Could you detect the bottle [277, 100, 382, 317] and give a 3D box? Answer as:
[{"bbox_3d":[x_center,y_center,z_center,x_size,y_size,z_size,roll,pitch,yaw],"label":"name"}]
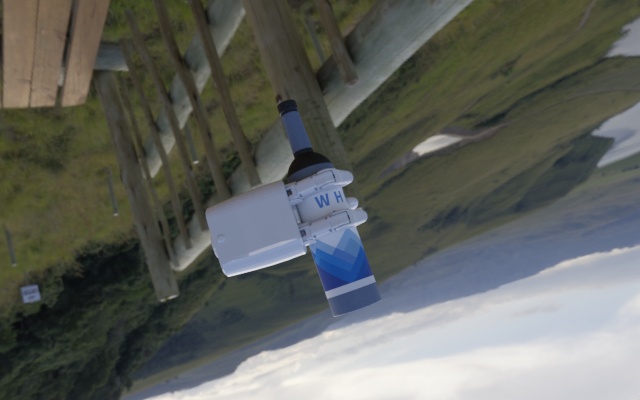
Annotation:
[{"bbox_3d":[0.000,0.002,0.640,0.069,0.295,0.069,-19,-10,-3],"label":"bottle"}]
